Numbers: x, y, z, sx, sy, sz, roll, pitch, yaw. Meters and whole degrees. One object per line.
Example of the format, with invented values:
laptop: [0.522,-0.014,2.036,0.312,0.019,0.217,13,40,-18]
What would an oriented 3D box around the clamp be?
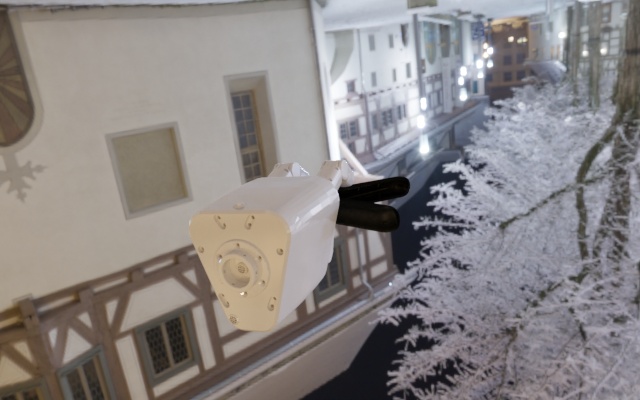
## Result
clamp: [0.000,0.003,0.537,0.210,0.036,0.164,-1,12,21]
